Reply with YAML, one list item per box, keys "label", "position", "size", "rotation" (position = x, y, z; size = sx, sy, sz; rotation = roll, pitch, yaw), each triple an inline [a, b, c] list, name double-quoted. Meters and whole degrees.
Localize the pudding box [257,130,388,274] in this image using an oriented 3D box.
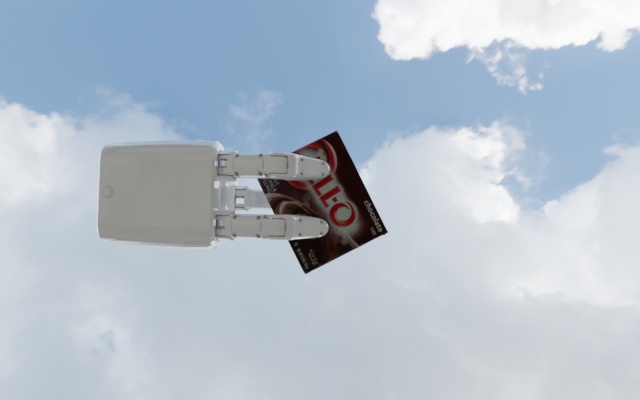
- label: "pudding box"
  position: [0.000, 0.002, 0.468]
  size: [0.090, 0.113, 0.039]
  rotation: [-27, 0, -2]
